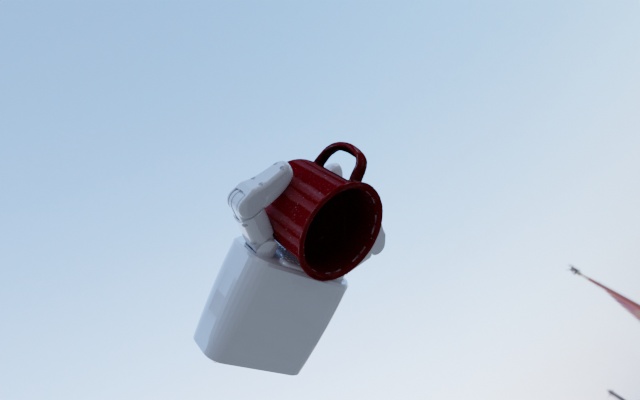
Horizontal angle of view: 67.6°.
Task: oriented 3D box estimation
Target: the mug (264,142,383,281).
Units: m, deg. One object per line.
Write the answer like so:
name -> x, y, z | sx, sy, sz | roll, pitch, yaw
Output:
mug -> 0.000, 0.000, 0.429 | 0.093, 0.117, 0.081 | 17, 11, -46
